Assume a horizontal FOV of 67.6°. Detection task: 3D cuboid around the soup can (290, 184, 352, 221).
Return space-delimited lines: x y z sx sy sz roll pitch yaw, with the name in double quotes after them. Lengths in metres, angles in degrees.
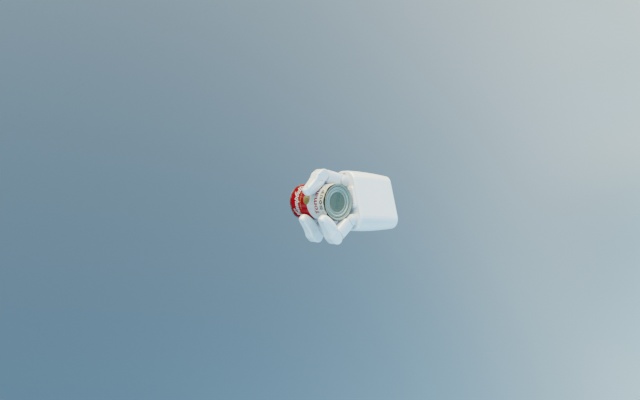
0.000 0.003 0.876 0.068 0.068 0.102 0 1 -40 "soup can"
